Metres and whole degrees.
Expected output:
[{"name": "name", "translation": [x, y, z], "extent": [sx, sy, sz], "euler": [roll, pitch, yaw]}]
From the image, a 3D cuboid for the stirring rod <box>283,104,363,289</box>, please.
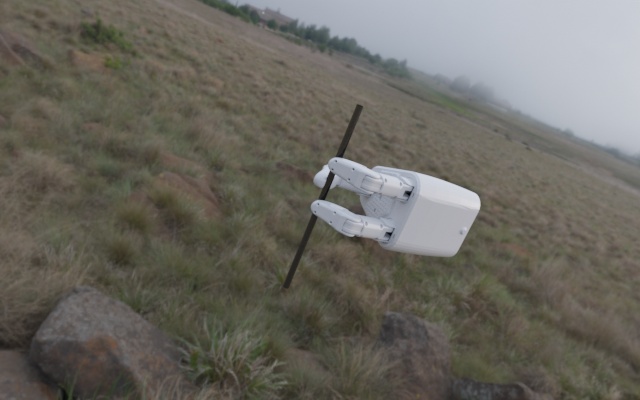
[{"name": "stirring rod", "translation": [0.000, 0.002, 0.560], "extent": [0.011, 0.239, 0.011], "euler": [20, 18, -7]}]
